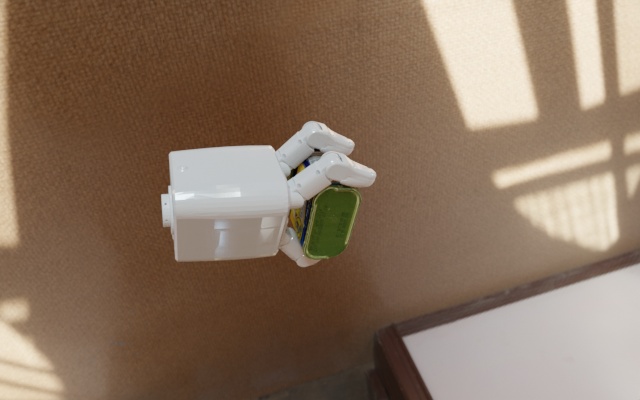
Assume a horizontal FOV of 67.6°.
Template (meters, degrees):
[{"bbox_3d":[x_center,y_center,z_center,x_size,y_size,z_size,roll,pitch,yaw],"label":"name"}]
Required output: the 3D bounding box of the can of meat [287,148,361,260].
[{"bbox_3d":[0.000,0.002,0.525,0.057,0.102,0.084,-2,37,-19],"label":"can of meat"}]
